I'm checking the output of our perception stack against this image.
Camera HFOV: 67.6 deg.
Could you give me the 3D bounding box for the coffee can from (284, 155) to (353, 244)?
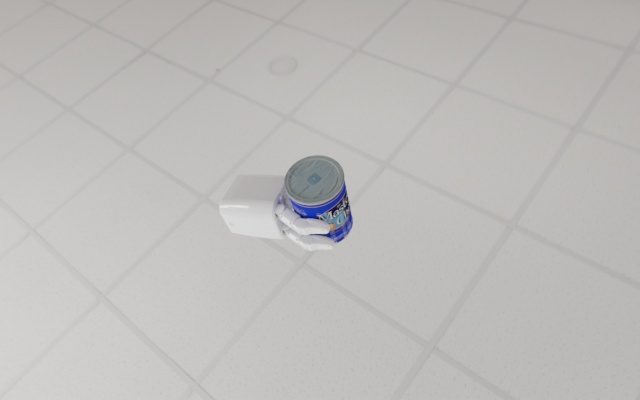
[{"bbox_3d":[0.000,0.003,0.854,0.103,0.102,0.140,0,-35,12],"label":"coffee can"}]
